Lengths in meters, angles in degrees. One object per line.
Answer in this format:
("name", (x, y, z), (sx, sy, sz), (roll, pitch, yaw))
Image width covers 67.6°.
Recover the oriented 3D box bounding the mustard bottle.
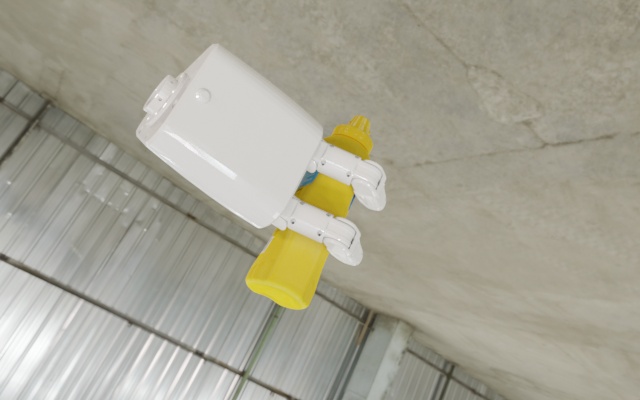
("mustard bottle", (0.000, 0.002, 0.438), (0.058, 0.191, 0.096), (28, -19, -5))
